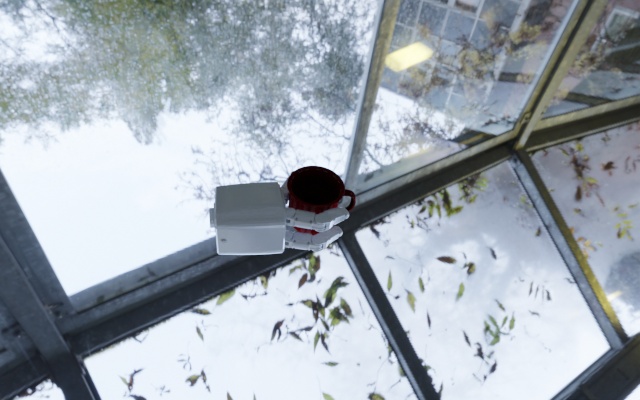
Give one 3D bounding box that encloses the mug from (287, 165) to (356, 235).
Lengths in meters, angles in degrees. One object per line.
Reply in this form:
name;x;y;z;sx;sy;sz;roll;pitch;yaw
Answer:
mug;0.002;0.003;0.791;0.117;0.093;0.082;-1;-42;-10
